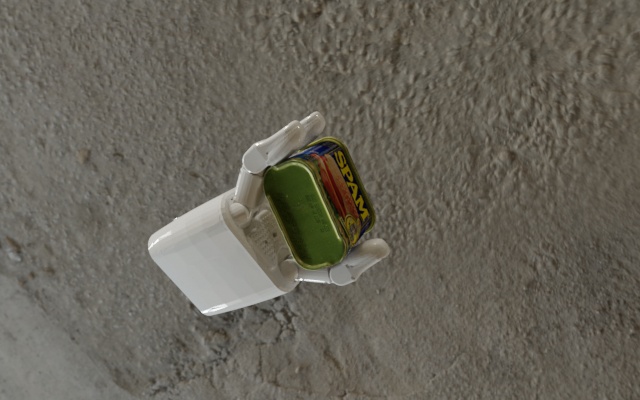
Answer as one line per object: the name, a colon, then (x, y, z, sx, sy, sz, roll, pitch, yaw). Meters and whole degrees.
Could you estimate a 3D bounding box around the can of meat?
can of meat: (0.000, 0.002, 0.428, 0.057, 0.102, 0.084, -20, 9, 27)
